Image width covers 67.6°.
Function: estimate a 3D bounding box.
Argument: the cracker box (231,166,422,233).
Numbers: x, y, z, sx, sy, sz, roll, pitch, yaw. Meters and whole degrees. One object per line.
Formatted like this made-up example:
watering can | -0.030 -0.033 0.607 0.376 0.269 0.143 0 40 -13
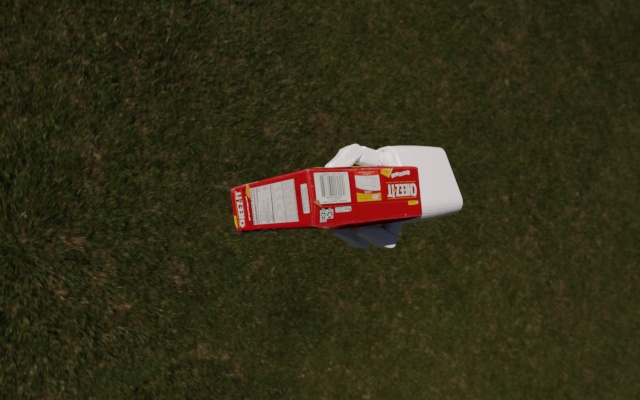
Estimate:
cracker box | 0.000 0.002 0.633 0.164 0.072 0.214 -4 -2 -33
